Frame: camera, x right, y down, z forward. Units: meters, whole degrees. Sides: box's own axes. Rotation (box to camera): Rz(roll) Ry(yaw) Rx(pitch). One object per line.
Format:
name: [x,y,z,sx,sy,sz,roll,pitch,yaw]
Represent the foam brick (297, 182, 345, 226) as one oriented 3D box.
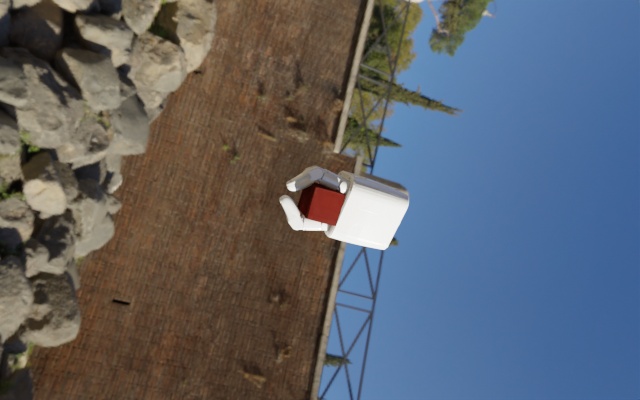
foam brick: [0.000,0.003,0.756,0.051,0.053,0.078,16,7,-15]
